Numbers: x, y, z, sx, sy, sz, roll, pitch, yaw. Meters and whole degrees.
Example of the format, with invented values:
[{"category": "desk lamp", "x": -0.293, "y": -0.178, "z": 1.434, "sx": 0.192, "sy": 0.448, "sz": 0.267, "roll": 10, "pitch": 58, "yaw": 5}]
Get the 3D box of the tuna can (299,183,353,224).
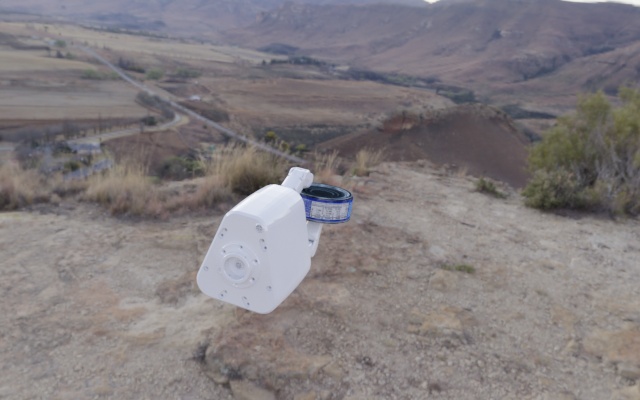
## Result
[{"category": "tuna can", "x": 0.000, "y": 0.002, "z": 0.640, "sx": 0.086, "sy": 0.034, "sz": 0.086, "roll": 8, "pitch": 14, "yaw": -2}]
